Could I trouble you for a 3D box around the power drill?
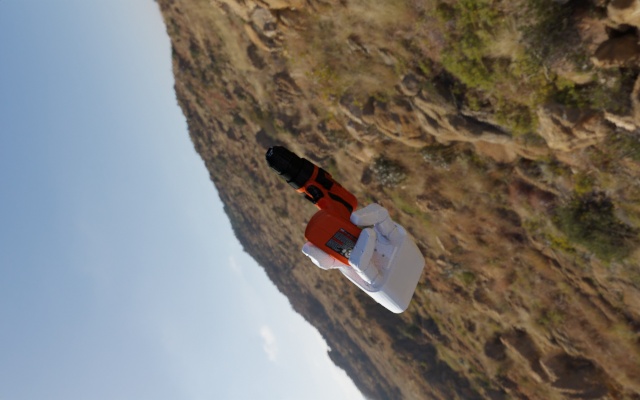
[{"bbox_3d":[0.000,0.003,0.725,0.184,0.057,0.187,33,20,-27],"label":"power drill"}]
